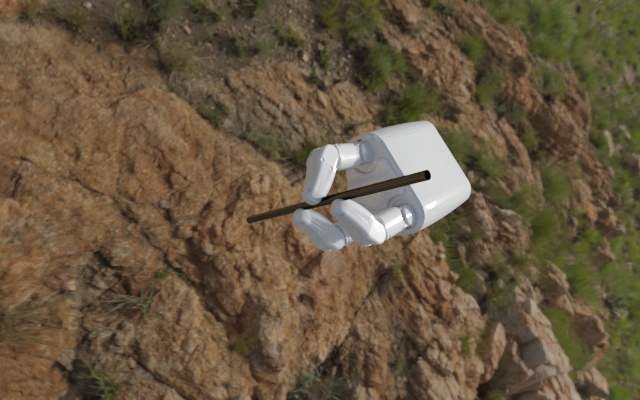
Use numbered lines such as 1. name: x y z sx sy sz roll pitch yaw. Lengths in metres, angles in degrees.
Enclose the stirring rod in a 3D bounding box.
1. stirring rod: 0.000 0.001 0.438 0.011 0.011 0.239 0 -10 -41
